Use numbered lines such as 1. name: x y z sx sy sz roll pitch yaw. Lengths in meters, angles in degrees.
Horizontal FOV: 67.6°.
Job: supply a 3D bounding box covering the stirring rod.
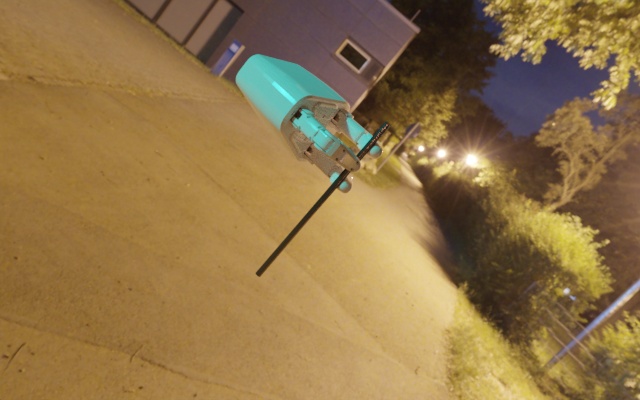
1. stirring rod: 0.000 0.002 0.567 0.011 0.239 0.011 39 10 -9
